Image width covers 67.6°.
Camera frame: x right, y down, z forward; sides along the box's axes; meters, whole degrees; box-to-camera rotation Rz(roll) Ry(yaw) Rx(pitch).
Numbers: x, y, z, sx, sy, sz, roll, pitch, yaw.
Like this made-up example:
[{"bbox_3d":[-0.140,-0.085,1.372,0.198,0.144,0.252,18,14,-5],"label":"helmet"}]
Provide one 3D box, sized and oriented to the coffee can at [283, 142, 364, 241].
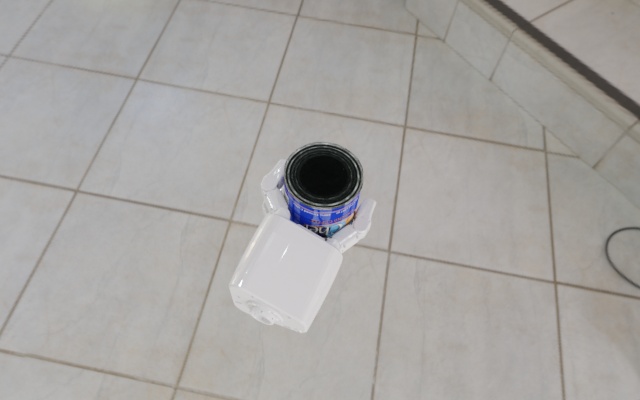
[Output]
[{"bbox_3d":[0.000,0.002,0.659,0.103,0.102,0.140,0,-31,-4],"label":"coffee can"}]
